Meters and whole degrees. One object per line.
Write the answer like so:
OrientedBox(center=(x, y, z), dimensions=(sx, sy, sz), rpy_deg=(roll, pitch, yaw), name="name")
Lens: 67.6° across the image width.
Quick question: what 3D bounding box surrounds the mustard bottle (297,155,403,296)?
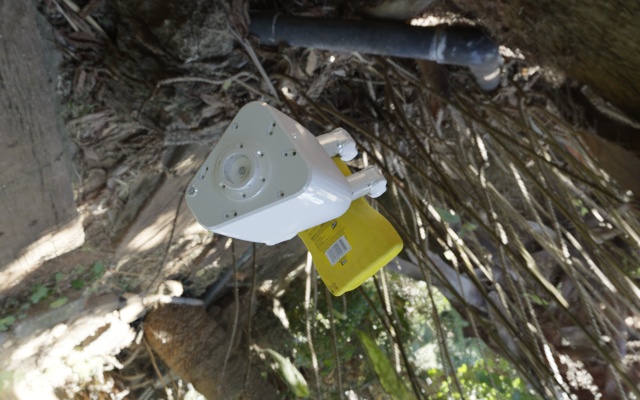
OrientedBox(center=(0.000, 0.002, 0.528), dimensions=(0.058, 0.191, 0.096), rpy_deg=(-12, -29, -51), name="mustard bottle")
